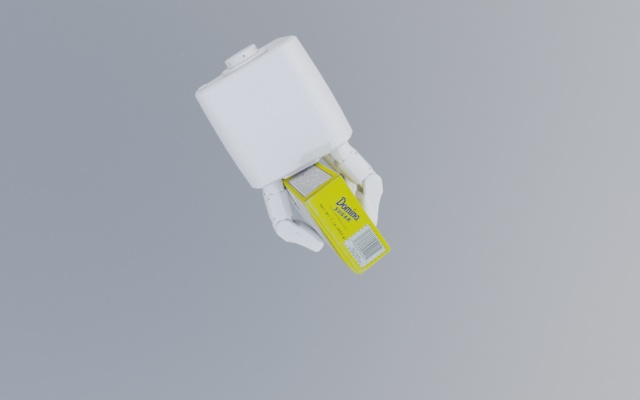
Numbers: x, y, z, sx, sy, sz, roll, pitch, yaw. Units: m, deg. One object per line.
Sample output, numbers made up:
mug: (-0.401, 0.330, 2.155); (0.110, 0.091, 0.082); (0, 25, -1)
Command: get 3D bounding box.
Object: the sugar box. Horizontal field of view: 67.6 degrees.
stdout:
sugar box: (0.000, 0.001, 0.497); (0.048, 0.093, 0.176); (-36, 23, -3)
